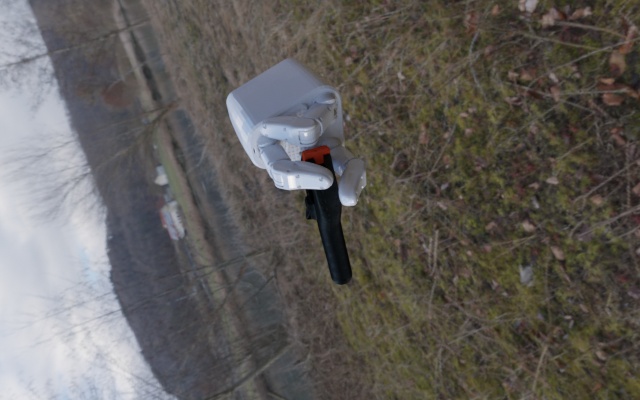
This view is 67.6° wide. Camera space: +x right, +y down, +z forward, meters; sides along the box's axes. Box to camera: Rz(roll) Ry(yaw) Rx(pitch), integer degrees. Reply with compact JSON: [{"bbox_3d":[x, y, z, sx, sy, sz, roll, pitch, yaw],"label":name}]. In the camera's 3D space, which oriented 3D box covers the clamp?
[{"bbox_3d":[0.000,0.002,0.540,0.039,0.172,0.120,-19,40,-15],"label":"clamp"}]
